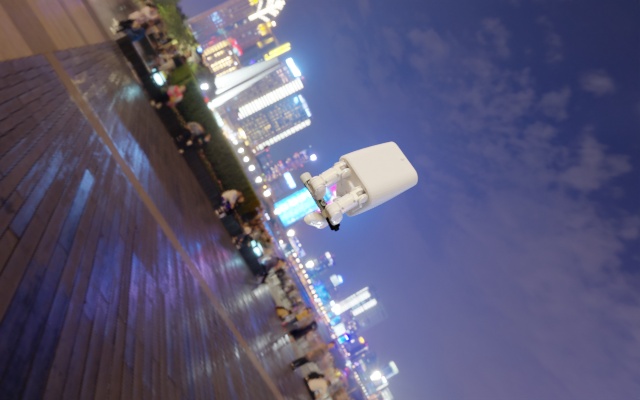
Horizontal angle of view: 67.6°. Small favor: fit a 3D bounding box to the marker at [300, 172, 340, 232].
[{"bbox_3d":[0.000,0.003,0.844,0.020,0.121,0.020,-27,-21,-11],"label":"marker"}]
